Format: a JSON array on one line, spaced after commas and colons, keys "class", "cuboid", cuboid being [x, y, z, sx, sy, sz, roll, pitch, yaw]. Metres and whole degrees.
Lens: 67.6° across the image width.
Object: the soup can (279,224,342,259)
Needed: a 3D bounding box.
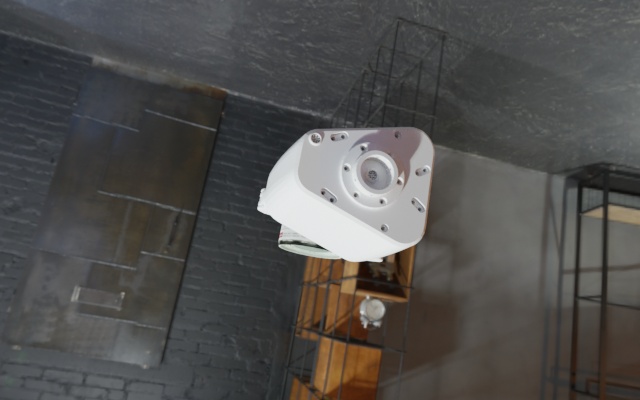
[{"class": "soup can", "cuboid": [0.000, 0.002, 0.474, 0.068, 0.102, 0.068, 10, -13, 2]}]
